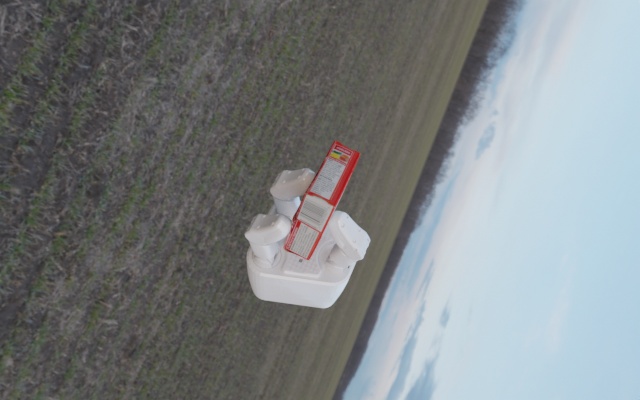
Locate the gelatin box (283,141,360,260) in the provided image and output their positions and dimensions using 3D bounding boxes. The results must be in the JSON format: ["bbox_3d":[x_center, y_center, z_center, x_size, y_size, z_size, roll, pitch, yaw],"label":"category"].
[{"bbox_3d":[0.001,0.001,0.437,0.030,0.073,0.089,26,-41,2],"label":"gelatin box"}]
